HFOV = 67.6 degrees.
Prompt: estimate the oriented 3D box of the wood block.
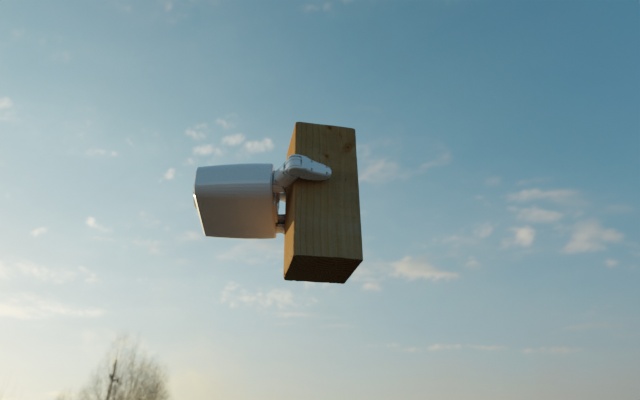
[{"bbox_3d":[0.000,0.002,0.669,0.090,0.206,0.091,5,-30,-11],"label":"wood block"}]
